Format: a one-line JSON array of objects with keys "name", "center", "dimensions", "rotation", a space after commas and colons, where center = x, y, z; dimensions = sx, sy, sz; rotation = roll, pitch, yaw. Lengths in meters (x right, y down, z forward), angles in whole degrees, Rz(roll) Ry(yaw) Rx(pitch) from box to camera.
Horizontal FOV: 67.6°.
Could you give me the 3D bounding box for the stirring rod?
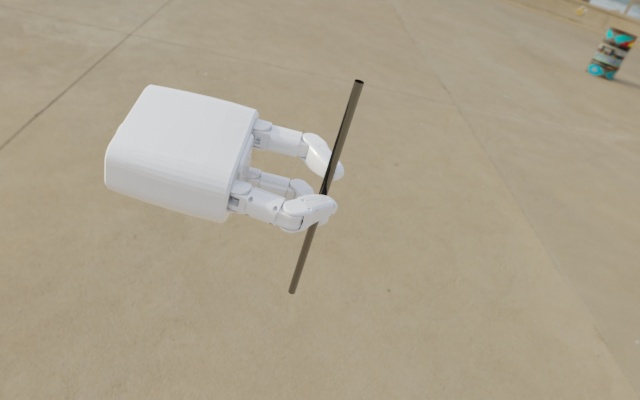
[{"name": "stirring rod", "center": [0.000, 0.002, 0.445], "dimensions": [0.011, 0.240, 0.011], "rotation": [12, 34, -8]}]
